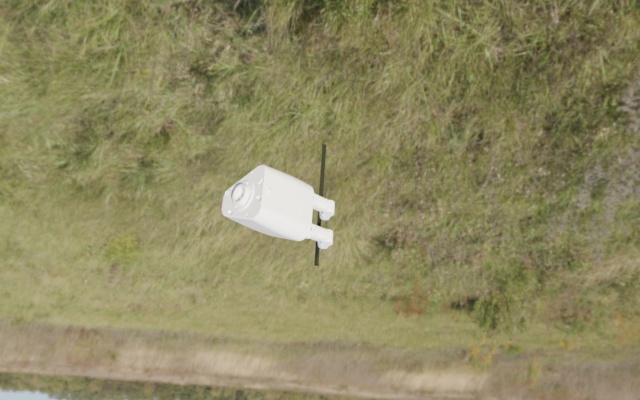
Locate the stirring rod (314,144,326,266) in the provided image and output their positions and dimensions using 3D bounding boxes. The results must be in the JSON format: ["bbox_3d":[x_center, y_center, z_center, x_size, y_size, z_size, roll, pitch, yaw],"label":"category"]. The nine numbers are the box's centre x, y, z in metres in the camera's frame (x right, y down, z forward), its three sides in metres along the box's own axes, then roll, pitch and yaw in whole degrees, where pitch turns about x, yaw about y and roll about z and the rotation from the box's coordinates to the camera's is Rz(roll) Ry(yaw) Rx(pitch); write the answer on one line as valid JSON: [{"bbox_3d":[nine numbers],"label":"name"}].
[{"bbox_3d":[0.000,0.003,0.884,0.011,0.239,0.011,3,-22,1],"label":"stirring rod"}]
